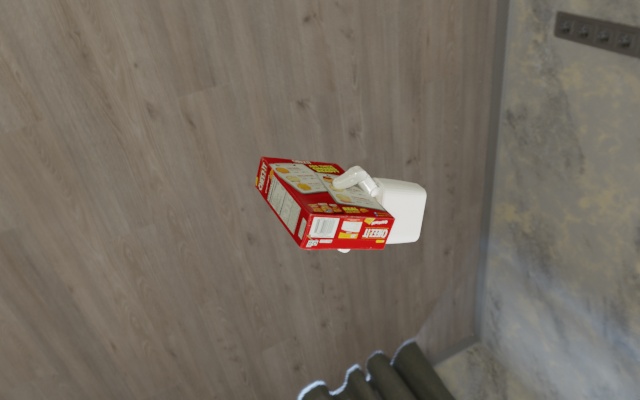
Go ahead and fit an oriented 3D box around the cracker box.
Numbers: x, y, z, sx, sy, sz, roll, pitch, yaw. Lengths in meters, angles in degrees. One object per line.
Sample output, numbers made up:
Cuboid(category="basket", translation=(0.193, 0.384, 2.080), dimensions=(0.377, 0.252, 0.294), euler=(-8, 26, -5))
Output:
Cuboid(category="cracker box", translation=(0.000, 0.003, 0.827), dimensions=(0.164, 0.072, 0.213), euler=(3, 26, -31))
